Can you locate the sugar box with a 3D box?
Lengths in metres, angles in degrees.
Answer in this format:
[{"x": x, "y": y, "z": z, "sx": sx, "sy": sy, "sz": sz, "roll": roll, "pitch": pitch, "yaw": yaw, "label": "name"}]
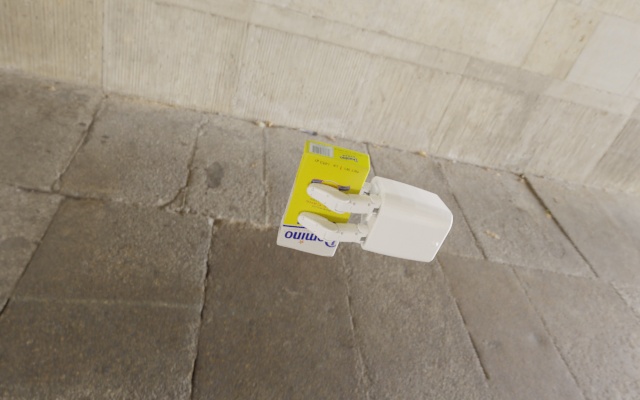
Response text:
[{"x": 0.000, "y": 0.003, "z": 0.702, "sx": 0.093, "sy": 0.176, "sz": 0.048, "roll": 14, "pitch": 35, "yaw": -7, "label": "sugar box"}]
